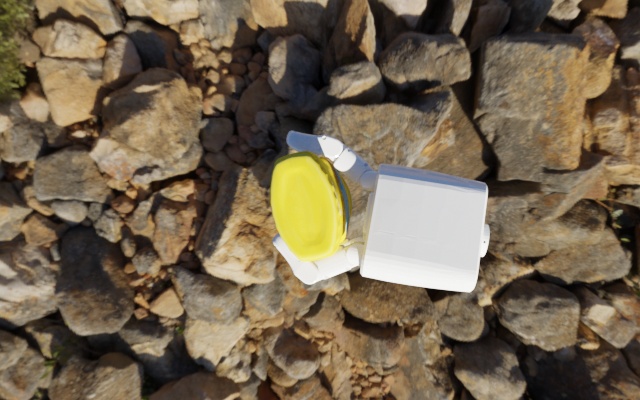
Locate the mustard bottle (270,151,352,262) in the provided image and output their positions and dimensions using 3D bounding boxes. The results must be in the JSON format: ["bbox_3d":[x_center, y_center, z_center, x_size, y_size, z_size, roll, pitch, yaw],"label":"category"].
[{"bbox_3d":[0.000,0.002,0.501,0.058,0.096,0.191,-16,0,9],"label":"mustard bottle"}]
